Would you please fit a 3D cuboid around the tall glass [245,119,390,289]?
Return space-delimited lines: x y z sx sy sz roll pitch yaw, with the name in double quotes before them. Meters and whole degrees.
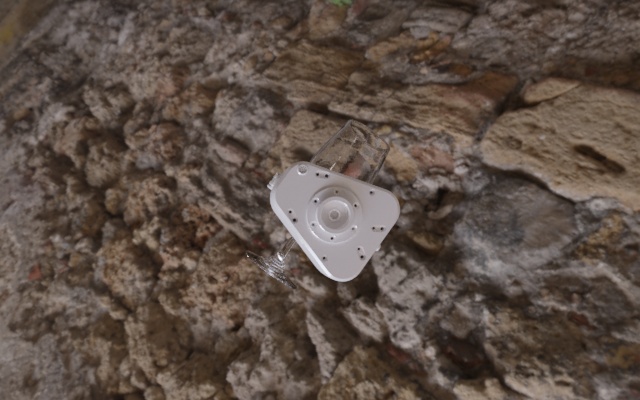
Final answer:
"tall glass" 0.000 0.002 0.567 0.079 0.201 0.079 36 -3 3
